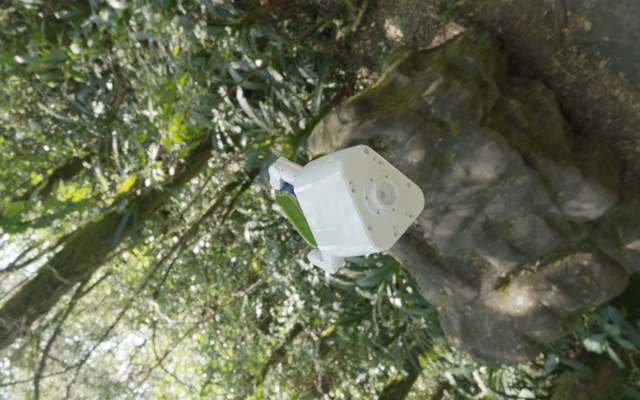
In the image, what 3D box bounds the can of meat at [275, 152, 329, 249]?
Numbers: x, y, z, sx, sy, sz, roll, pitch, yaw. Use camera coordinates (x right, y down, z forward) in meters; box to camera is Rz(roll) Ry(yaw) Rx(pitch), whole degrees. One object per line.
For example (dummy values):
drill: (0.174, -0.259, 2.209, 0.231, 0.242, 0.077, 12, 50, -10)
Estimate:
can of meat: (0.000, 0.002, 0.634, 0.084, 0.102, 0.057, -45, 18, -26)
